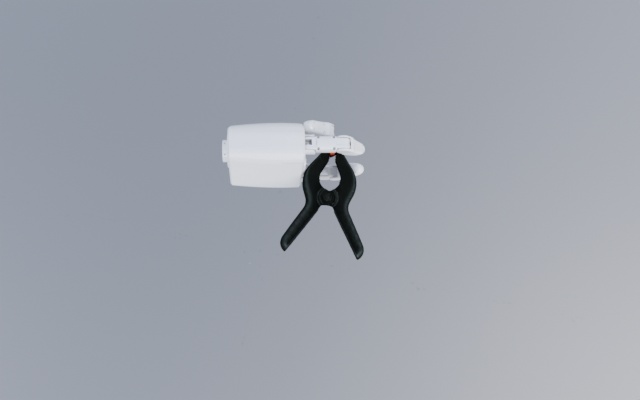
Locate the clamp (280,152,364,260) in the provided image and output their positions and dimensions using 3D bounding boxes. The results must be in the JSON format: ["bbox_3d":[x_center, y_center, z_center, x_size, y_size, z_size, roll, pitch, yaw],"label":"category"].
[{"bbox_3d":[0.000,0.002,0.695,0.120,0.171,0.039,-1,-7,-7],"label":"clamp"}]
